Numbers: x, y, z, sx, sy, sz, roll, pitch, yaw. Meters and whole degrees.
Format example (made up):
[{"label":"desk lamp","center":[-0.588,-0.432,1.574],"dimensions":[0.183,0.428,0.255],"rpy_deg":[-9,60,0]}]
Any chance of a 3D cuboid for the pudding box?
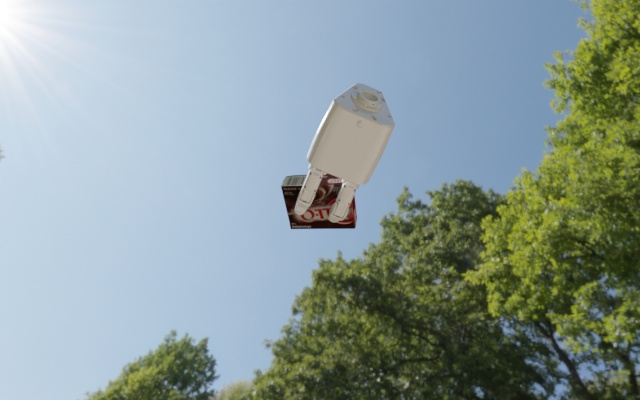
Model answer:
[{"label":"pudding box","center":[0.000,0.002,0.778],"dimensions":[0.113,0.090,0.039],"rpy_deg":[0,36,13]}]
